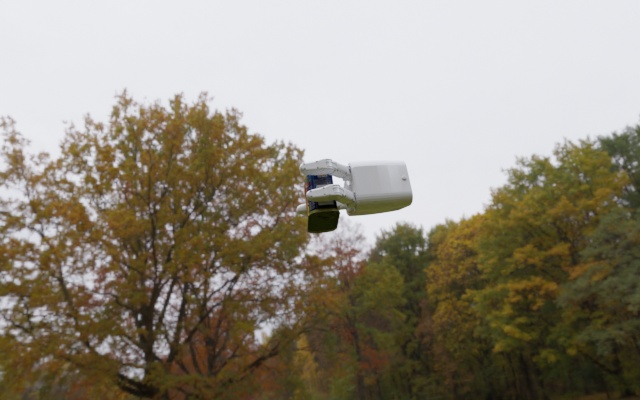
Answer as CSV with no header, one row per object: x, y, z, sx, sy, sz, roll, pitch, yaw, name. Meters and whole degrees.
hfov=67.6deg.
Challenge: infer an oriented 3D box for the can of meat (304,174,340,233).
0.000,0.003,0.883,0.057,0.084,0.102,-5,-25,-5,can of meat
